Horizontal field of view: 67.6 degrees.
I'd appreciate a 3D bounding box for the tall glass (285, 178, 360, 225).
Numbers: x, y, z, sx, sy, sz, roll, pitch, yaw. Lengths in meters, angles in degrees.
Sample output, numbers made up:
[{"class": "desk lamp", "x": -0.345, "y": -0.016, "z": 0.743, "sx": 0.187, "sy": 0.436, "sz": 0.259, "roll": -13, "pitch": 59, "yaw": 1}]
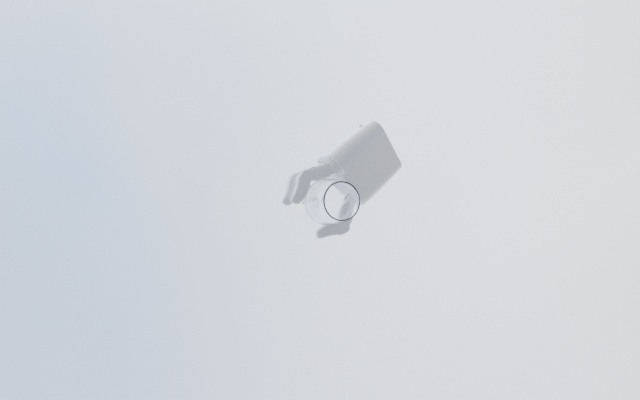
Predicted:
[{"class": "tall glass", "x": 0.000, "y": 0.003, "z": 0.828, "sx": 0.079, "sy": 0.079, "sz": 0.201, "roll": 0, "pitch": -1, "yaw": -20}]
